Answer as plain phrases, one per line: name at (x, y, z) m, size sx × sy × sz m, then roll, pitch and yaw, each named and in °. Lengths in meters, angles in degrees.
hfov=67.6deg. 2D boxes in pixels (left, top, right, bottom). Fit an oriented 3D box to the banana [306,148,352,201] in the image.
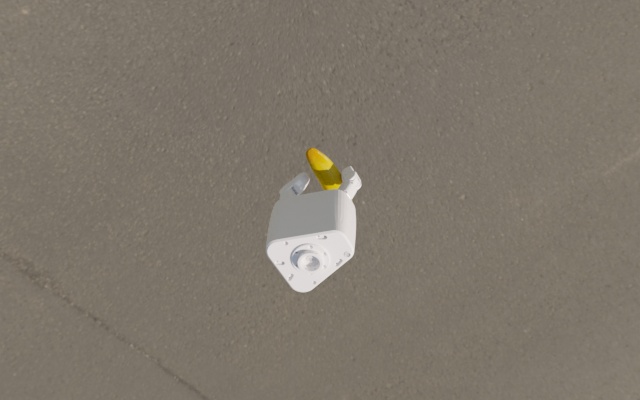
banana at (0.019, 0.005, 0.777) m, size 0.069 × 0.198 × 0.037 m, roll -1°, pitch 32°, yaw 9°
